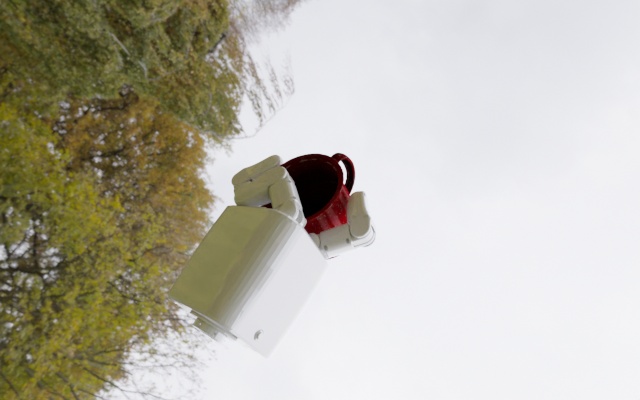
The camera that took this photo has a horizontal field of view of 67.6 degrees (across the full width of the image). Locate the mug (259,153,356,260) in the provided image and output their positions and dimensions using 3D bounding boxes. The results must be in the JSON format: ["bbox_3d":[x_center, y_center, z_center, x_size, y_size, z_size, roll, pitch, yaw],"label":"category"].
[{"bbox_3d":[0.001,0.001,0.514,0.093,0.117,0.081,18,-27,36],"label":"mug"}]
